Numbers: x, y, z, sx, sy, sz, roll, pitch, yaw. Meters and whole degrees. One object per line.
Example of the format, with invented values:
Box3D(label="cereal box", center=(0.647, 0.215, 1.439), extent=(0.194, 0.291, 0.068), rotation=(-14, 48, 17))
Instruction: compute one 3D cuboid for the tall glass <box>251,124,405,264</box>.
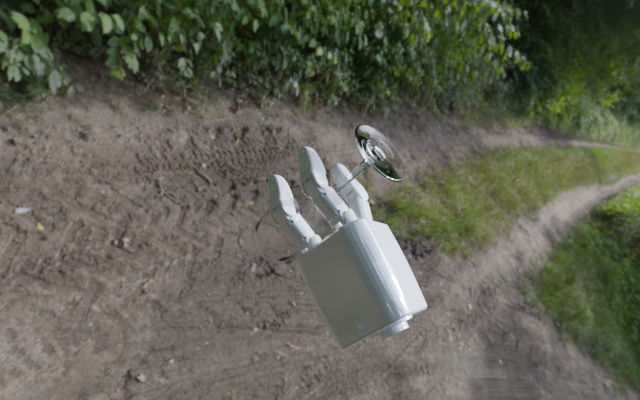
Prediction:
Box3D(label="tall glass", center=(0.001, 0.001, 0.560), extent=(0.079, 0.079, 0.201), rotation=(0, -32, -50))
